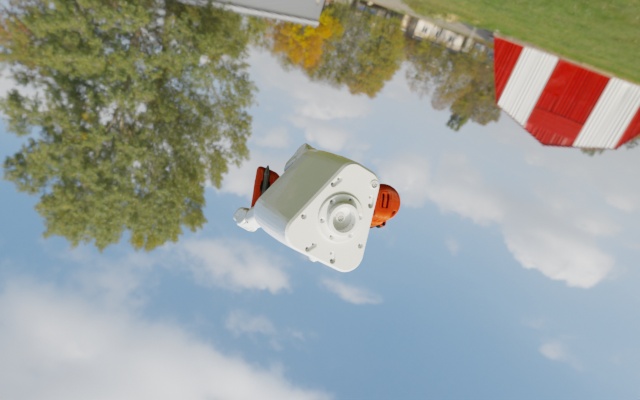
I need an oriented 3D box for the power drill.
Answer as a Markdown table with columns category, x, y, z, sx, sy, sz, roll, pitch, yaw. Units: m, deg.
| category | x | y | z | sx | sy | sz | roll | pitch | yaw |
| --- | --- | --- | --- | --- | --- | --- | --- | --- | --- |
| power drill | 0.000 | 0.002 | 0.656 | 0.187 | 0.057 | 0.184 | 7 | -10 | -7 |
